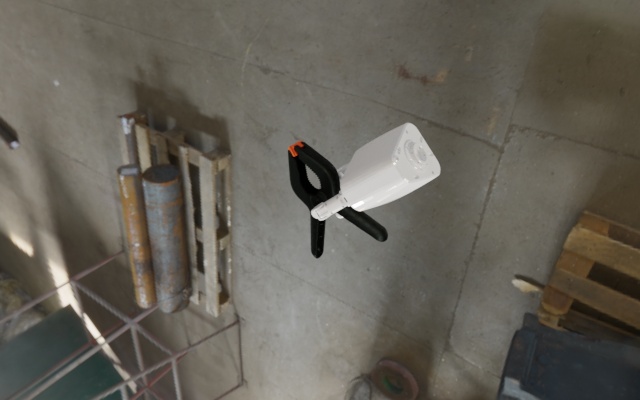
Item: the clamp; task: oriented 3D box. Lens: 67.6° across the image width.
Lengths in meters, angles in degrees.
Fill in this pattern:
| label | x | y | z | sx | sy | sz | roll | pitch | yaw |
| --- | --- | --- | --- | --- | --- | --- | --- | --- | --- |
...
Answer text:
| label | x | y | z | sx | sy | sz | roll | pitch | yaw |
| --- | --- | --- | --- | --- | --- | --- | --- | --- | --- |
| clamp | 0.000 | 0.002 | 0.803 | 0.164 | 0.210 | 0.036 | -30 | 5 | 42 |
